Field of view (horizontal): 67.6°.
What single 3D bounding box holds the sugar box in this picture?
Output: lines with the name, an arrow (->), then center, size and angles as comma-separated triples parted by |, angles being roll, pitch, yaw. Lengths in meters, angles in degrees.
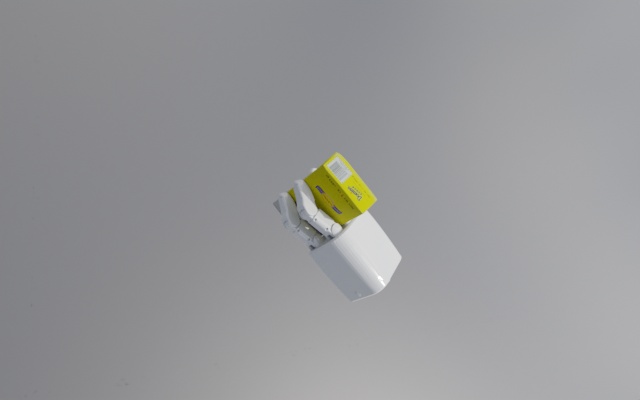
sugar box -> 0.000, 0.003, 0.750 | 0.048, 0.093, 0.176 | -42, 4, -38
